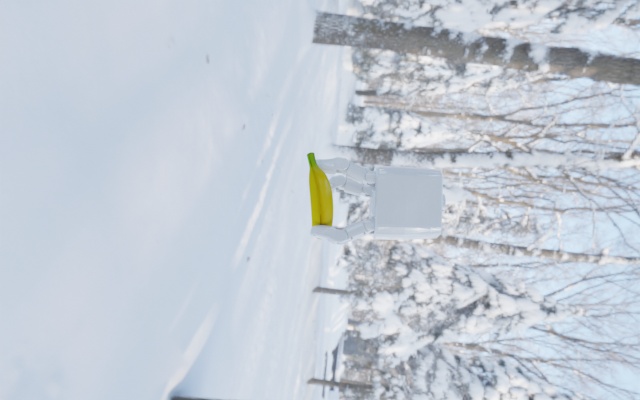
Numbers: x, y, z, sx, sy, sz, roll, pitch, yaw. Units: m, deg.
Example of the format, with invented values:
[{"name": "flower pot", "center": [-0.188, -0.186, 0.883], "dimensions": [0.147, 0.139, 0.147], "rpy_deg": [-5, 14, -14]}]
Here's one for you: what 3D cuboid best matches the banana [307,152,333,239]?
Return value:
[{"name": "banana", "center": [0.001, 0.014, 0.786], "dimensions": [0.037, 0.069, 0.198], "rpy_deg": [-4, -42, -2]}]
